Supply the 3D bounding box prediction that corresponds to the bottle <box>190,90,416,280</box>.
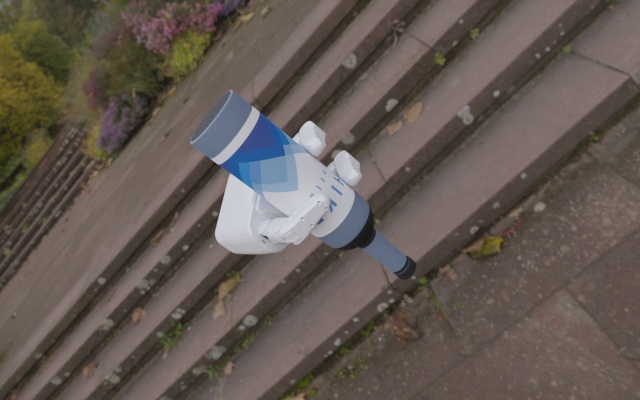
[{"bbox_3d":[0.000,0.002,0.520,0.296,0.069,0.069,38,-18,-24],"label":"bottle"}]
